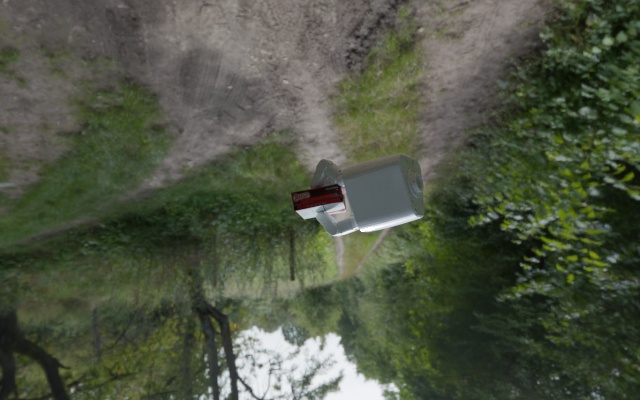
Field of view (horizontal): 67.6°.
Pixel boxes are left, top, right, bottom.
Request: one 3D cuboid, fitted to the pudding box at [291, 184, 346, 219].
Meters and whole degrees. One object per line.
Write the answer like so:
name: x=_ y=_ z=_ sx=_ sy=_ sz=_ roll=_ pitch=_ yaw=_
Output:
pudding box: x=0.000 y=0.003 z=0.876 sx=0.090 sy=0.039 sz=0.113 roll=-10 pitch=-12 yaw=5
